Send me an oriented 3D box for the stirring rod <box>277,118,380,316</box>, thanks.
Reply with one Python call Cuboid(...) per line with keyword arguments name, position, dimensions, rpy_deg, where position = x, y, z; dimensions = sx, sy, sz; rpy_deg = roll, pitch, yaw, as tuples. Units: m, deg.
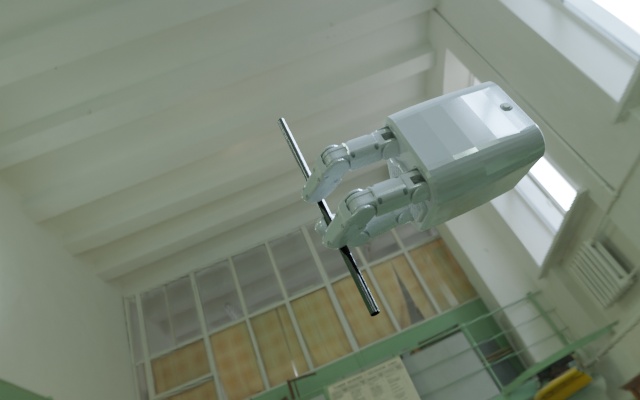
Cuboid(name="stirring rod", position=(0.000, 0.002, 0.444), dimensions=(0.011, 0.239, 0.011), rpy_deg=(-17, -37, -13))
